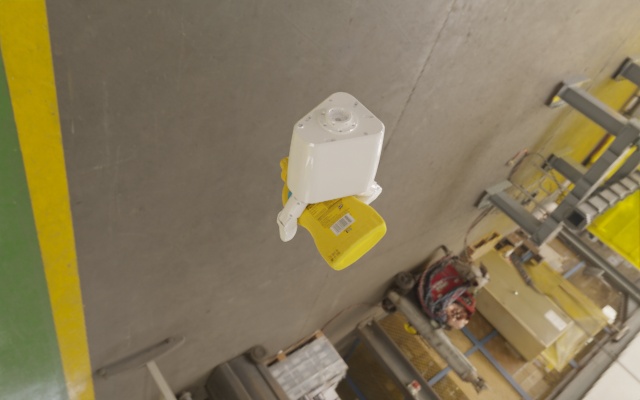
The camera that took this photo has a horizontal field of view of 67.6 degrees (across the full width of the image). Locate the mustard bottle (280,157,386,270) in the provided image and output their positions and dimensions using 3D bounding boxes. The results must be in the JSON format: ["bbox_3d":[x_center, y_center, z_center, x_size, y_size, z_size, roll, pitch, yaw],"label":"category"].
[{"bbox_3d":[0.000,0.003,0.693,0.096,0.191,0.058,-39,-27,-4],"label":"mustard bottle"}]
